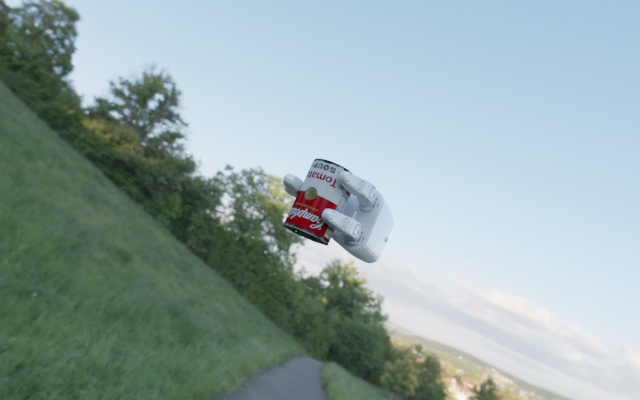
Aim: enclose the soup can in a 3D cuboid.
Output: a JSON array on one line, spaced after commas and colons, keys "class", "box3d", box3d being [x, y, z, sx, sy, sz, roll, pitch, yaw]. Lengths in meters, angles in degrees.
[{"class": "soup can", "box3d": [0.000, 0.002, 0.656, 0.068, 0.102, 0.068, 24, -10, 5]}]
